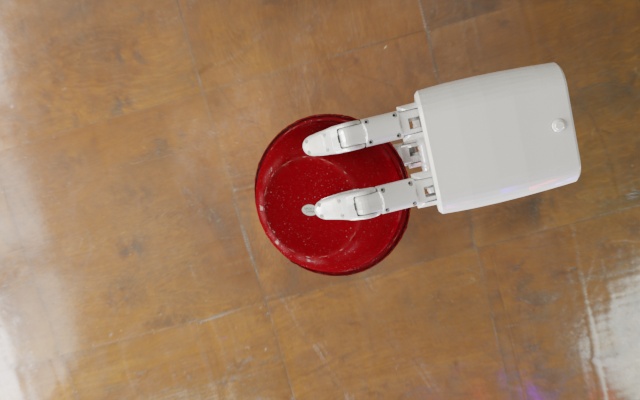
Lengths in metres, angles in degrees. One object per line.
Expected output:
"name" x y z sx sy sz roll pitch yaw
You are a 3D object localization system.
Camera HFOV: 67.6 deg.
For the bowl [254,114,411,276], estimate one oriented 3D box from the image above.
"bowl" -0.001 0.002 0.445 0.162 0.162 0.055 0 11 19
